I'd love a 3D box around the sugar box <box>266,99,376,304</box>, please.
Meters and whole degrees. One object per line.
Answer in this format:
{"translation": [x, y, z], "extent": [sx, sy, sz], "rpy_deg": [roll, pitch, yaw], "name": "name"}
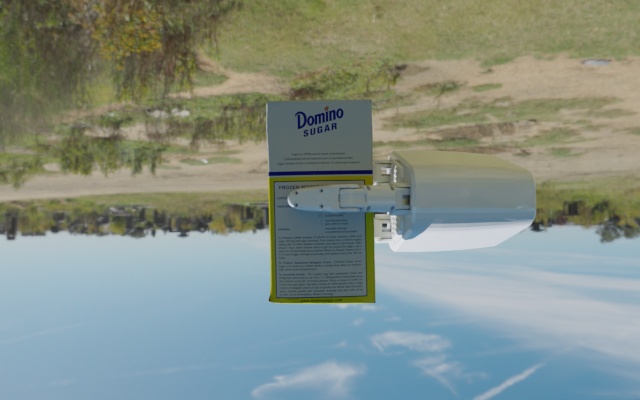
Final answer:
{"translation": [0.000, 0.002, 0.426], "extent": [0.093, 0.176, 0.048], "rpy_deg": [0, -3, -1], "name": "sugar box"}
